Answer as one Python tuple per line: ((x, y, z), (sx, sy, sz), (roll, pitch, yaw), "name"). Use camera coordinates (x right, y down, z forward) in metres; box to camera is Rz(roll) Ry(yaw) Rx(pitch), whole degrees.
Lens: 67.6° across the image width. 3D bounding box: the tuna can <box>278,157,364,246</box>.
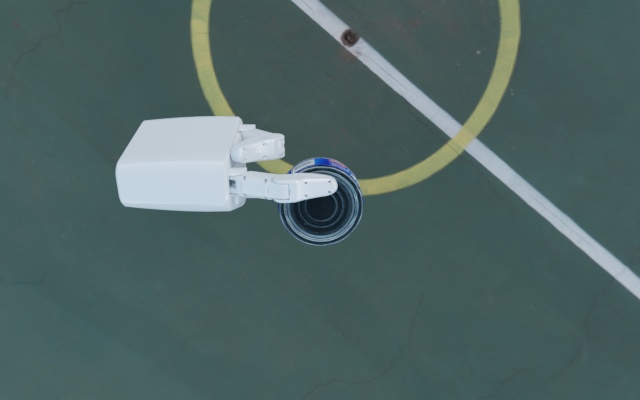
((0.000, 0.002, 0.481), (0.086, 0.086, 0.033), (0, 18, -3), "tuna can")
